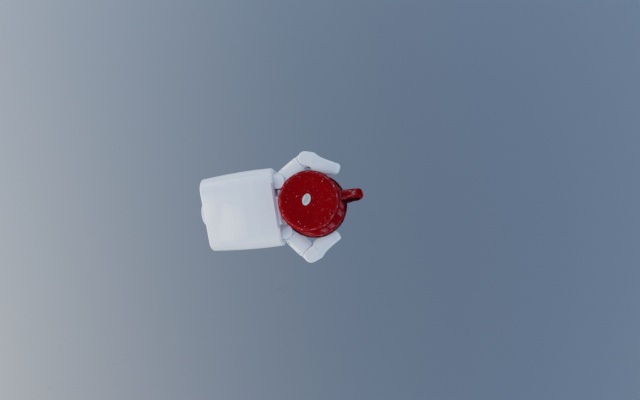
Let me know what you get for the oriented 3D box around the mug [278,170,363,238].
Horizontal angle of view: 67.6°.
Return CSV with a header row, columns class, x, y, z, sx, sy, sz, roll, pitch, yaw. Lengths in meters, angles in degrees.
class,x,y,z,sx,sy,sz,roll,pitch,yaw
mug,0.002,0.002,0.648,0.117,0.093,0.081,-9,-6,5
